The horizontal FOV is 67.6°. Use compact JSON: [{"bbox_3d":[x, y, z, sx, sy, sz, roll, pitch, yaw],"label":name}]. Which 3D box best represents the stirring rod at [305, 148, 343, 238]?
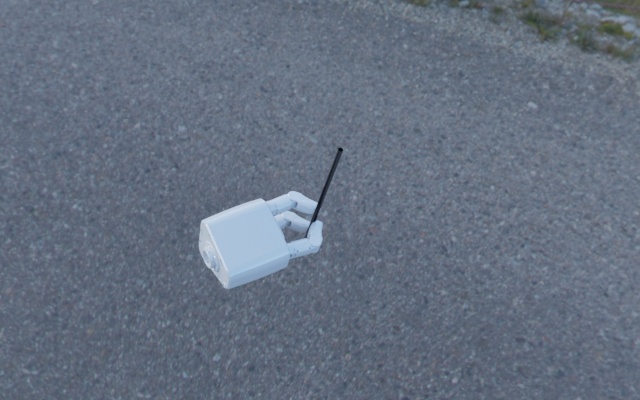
[{"bbox_3d":[0.000,0.003,0.775,0.011,0.011,0.240,0,-39,-18],"label":"stirring rod"}]
